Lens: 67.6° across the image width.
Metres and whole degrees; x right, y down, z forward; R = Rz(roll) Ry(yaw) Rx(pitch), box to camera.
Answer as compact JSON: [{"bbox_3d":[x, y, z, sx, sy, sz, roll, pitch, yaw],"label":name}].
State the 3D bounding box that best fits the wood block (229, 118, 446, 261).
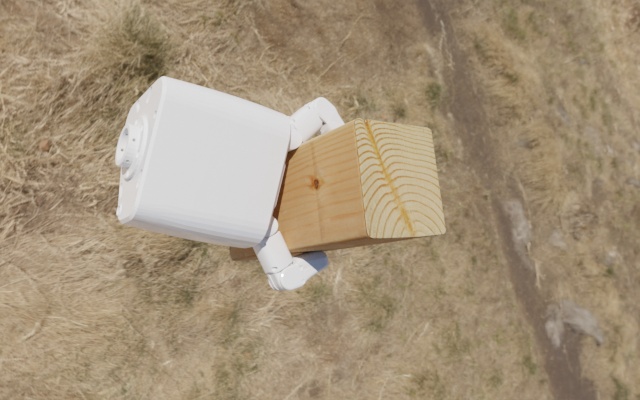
[{"bbox_3d":[0.000,0.002,0.443,0.090,0.091,0.206,0,-10,-38],"label":"wood block"}]
